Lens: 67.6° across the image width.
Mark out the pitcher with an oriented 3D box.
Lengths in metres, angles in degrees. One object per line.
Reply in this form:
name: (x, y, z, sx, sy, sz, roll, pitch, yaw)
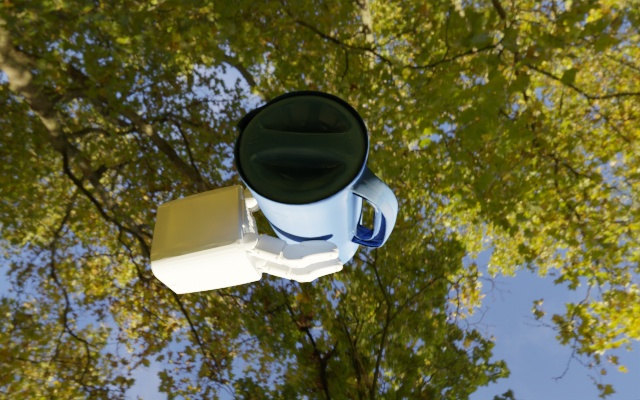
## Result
pitcher: (0.000, 0.002, 0.561, 0.145, 0.149, 0.243, -13, -27, 0)
